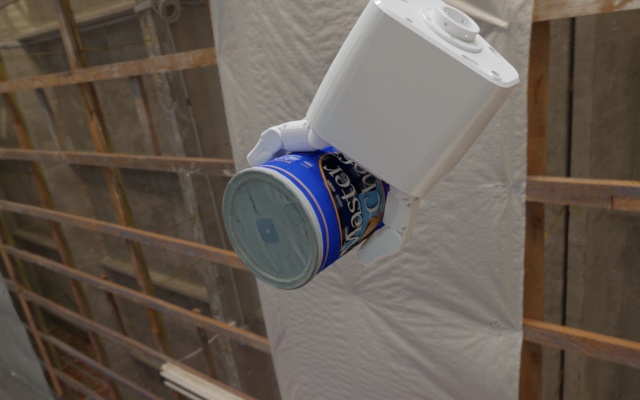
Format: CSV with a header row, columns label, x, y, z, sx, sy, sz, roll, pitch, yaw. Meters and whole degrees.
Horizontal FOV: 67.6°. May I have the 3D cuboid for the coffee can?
label,x,y,z,sx,sy,sz,roll,pitch,yaw
coffee can,0.000,0.002,0.424,0.103,0.103,0.140,0,19,40
